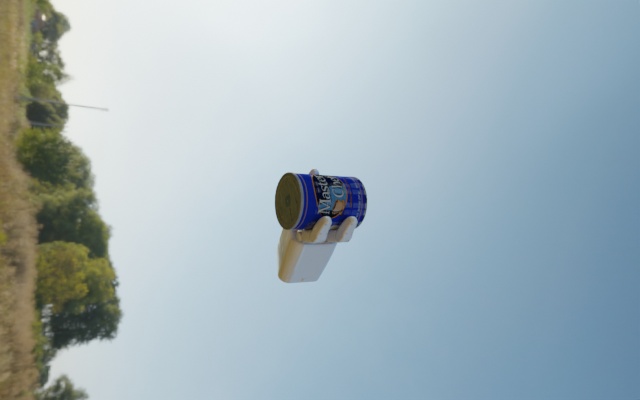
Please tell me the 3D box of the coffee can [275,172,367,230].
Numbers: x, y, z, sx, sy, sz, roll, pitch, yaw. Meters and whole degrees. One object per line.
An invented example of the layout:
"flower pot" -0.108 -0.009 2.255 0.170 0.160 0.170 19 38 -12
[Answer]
"coffee can" 0.000 0.003 0.882 0.140 0.103 0.103 2 -1 -31
